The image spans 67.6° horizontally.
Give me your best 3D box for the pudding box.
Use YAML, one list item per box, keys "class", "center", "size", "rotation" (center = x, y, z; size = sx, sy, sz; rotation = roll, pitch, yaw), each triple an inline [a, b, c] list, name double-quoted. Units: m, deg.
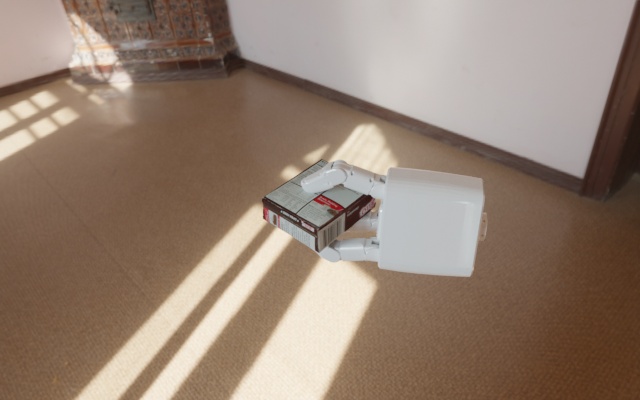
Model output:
- class: "pudding box"
  center: [0.000, 0.002, 0.573]
  size: [0.090, 0.039, 0.113]
  rotation: [28, 44, 31]
